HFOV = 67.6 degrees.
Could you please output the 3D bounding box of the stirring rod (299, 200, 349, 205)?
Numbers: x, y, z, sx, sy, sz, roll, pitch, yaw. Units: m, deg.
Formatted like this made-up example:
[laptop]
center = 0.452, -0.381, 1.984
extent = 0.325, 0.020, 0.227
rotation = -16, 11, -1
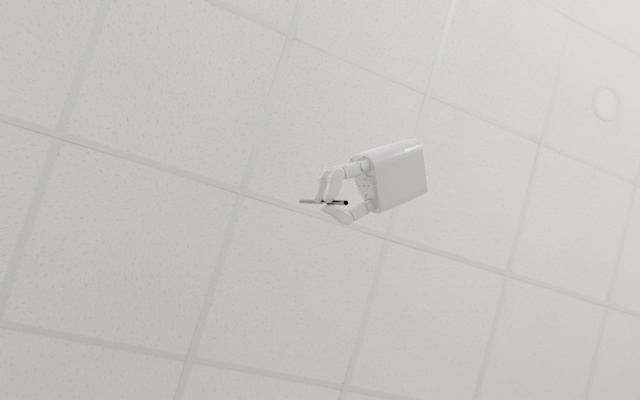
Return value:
[stirring rod]
center = 0.000, 0.003, 0.848
extent = 0.011, 0.011, 0.239
rotation = 0, 0, -19
